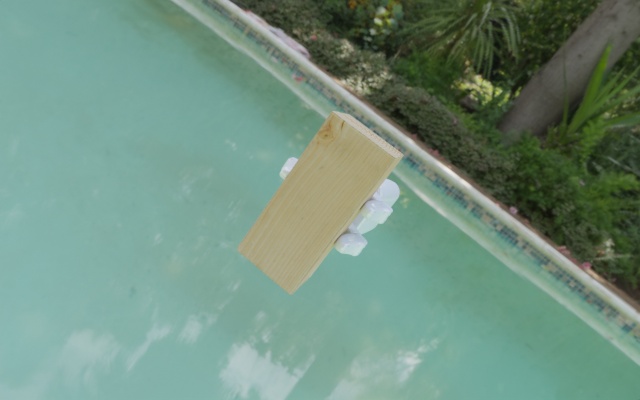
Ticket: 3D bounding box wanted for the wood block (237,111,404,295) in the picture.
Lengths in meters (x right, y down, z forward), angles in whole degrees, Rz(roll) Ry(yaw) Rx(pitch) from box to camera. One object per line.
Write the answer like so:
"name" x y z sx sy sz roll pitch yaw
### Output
"wood block" 0.000 0.002 0.591 0.091 0.206 0.090 38 16 8
